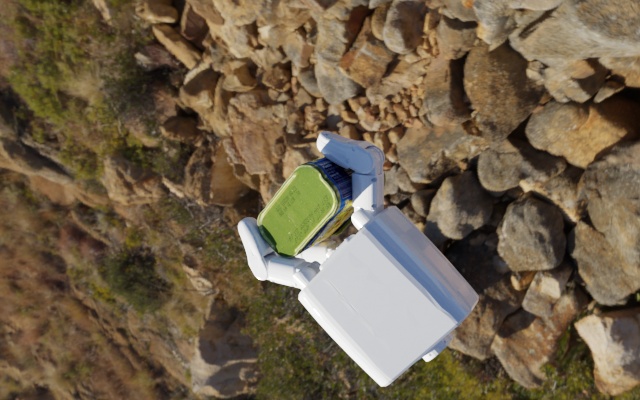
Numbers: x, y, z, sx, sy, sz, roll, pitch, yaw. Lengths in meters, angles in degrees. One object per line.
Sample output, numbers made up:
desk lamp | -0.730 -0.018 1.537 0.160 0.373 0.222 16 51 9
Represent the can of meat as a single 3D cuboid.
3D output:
can of meat | 0.000 0.001 0.445 0.084 0.057 0.102 -26 -19 -53
